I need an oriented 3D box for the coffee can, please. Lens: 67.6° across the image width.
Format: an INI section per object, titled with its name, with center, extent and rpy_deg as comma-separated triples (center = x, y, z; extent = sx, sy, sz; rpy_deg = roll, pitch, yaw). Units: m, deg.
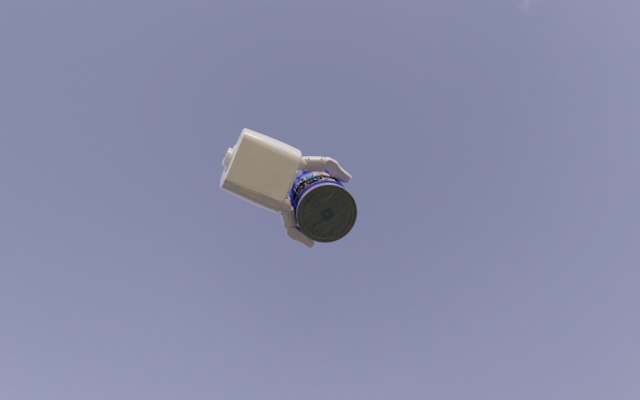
[coffee can]
center = 0.000, 0.003, 0.856
extent = 0.103, 0.103, 0.140
rpy_deg = 0, 17, -10
